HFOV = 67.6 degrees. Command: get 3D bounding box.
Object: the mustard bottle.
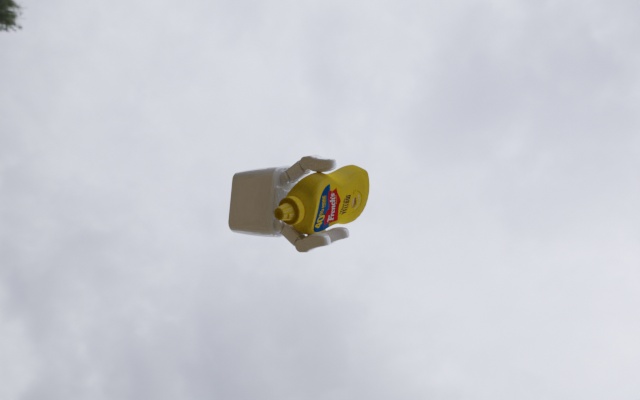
[{"bbox_3d":[0.001,0.002,0.732,0.058,0.096,0.191,28,26,31],"label":"mustard bottle"}]
